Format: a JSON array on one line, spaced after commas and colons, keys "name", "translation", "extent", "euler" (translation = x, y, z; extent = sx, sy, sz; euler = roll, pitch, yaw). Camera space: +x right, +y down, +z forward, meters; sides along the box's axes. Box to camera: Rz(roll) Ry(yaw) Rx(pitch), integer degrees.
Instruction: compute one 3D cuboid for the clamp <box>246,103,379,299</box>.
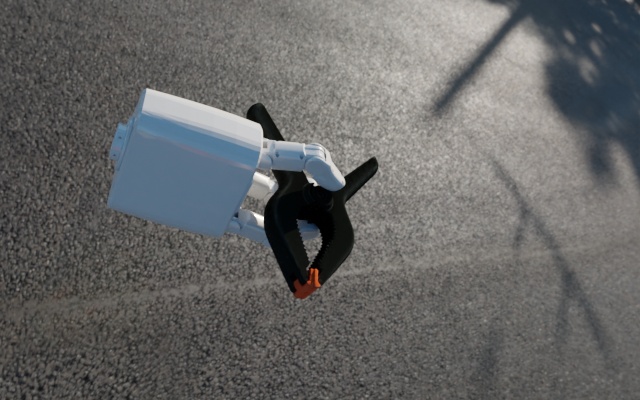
[{"name": "clamp", "translation": [0.000, 0.002, 0.484], "extent": [0.164, 0.209, 0.036], "euler": [16, -41, -26]}]
